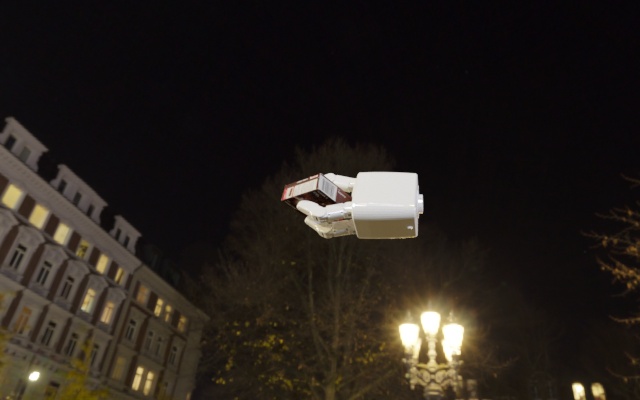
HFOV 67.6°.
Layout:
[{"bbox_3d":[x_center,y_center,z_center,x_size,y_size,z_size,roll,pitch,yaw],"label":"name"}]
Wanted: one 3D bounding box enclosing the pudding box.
[{"bbox_3d":[0.000,0.003,0.868,0.090,0.039,0.113,-18,-42,37],"label":"pudding box"}]
